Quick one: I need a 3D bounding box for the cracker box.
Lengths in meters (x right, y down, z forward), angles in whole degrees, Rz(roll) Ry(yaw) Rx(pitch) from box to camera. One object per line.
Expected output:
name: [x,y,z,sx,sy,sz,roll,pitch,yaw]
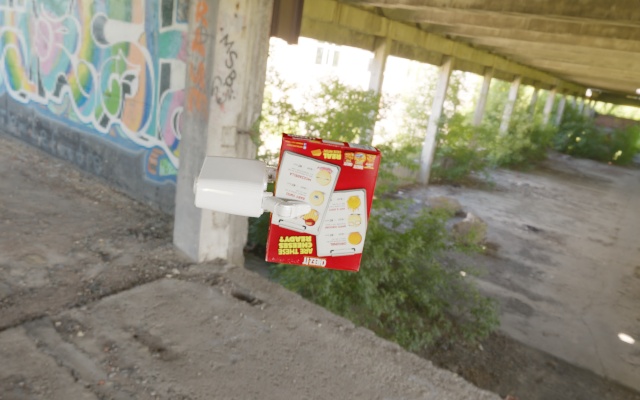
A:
cracker box: [0.000,0.003,0.816,0.164,0.214,0.072,7,16,-7]
